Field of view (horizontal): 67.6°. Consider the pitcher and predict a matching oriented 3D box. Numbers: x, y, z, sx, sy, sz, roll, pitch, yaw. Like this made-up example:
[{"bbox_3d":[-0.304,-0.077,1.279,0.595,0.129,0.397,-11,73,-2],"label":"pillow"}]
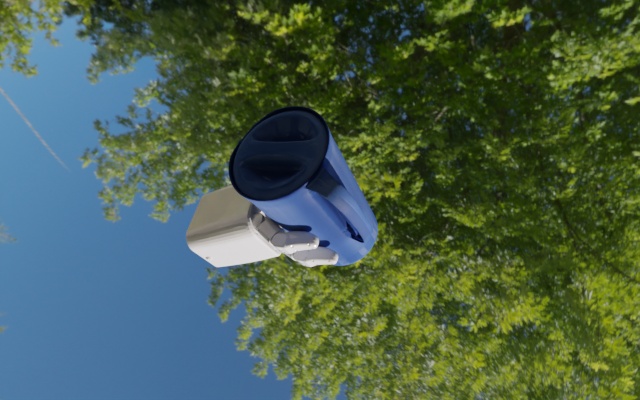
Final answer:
[{"bbox_3d":[0.000,0.002,0.643,0.145,0.149,0.243,-14,-34,19],"label":"pitcher"}]
